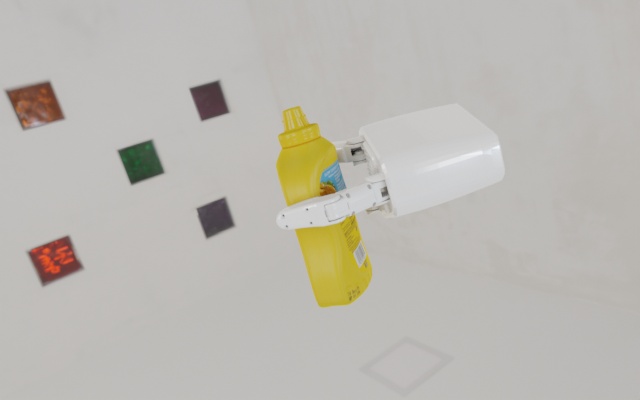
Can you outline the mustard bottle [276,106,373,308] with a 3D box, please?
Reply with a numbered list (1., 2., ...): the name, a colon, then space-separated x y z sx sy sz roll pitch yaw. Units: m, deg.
1. mustard bottle: 0.000 0.002 0.474 0.058 0.192 0.096 -11 15 23
